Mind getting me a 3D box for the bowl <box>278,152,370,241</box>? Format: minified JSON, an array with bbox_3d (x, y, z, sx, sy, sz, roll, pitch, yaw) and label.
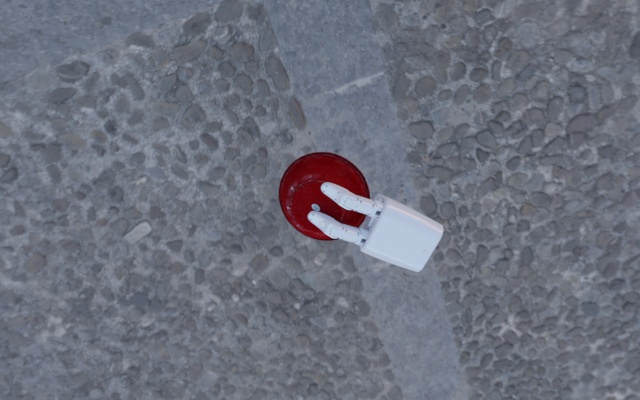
[{"bbox_3d":[-0.001,0.002,0.801,0.162,0.162,0.055,0,18,13],"label":"bowl"}]
